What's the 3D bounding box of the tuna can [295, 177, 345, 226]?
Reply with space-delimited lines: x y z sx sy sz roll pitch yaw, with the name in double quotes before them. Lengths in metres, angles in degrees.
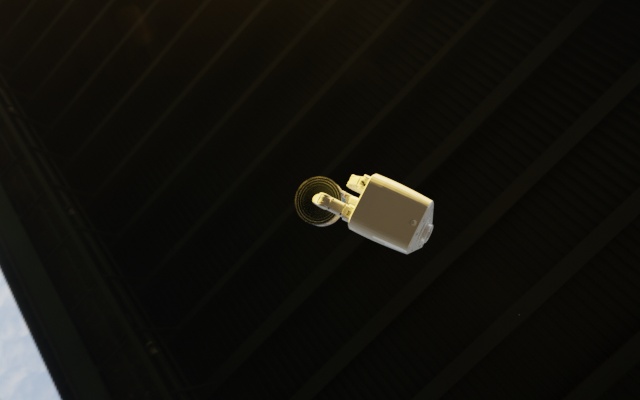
"tuna can" 0.000 0.003 0.848 0.086 0.086 0.034 0 -10 17
